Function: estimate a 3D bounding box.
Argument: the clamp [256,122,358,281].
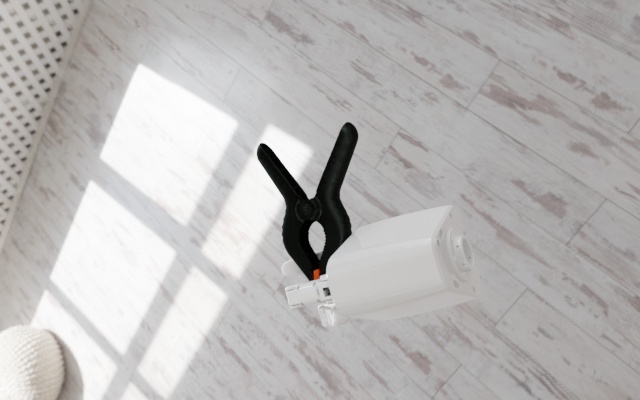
[{"bbox_3d":[0.000,0.002,0.505,0.120,0.171,0.039,-20,-7,31],"label":"clamp"}]
